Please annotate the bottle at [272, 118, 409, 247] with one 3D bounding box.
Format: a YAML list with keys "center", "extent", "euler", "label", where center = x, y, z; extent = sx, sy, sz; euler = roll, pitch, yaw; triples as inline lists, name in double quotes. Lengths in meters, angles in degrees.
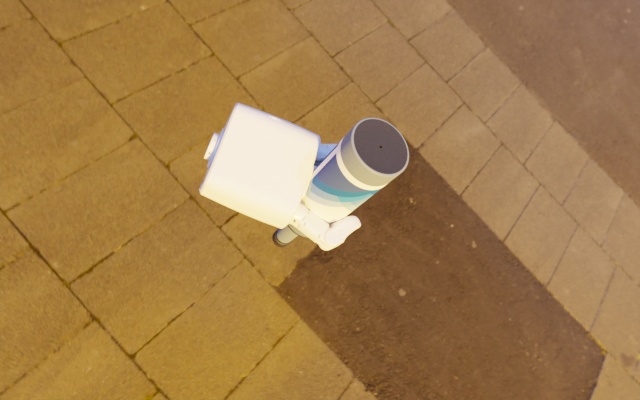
- center: [0.000, 0.002, 0.595]
  extent: [0.069, 0.069, 0.296]
  euler: [0, -22, -26]
  label: "bottle"
